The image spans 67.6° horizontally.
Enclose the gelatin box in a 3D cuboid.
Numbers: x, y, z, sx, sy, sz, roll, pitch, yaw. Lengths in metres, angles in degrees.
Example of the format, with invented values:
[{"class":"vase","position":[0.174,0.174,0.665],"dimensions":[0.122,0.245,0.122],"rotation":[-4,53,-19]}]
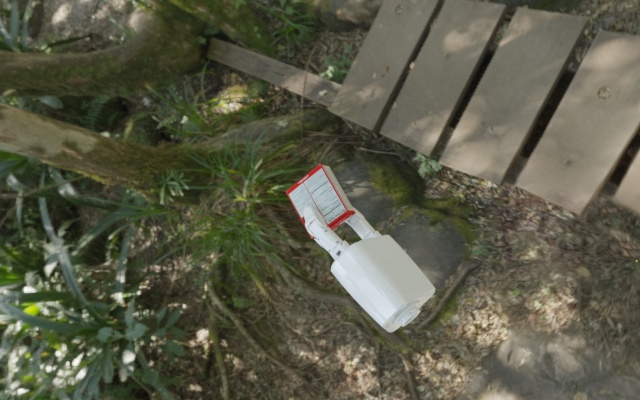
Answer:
[{"class":"gelatin box","position":[0.000,0.002,0.712],"dimensions":[0.073,0.089,0.030],"rotation":[-38,-19,23]}]
